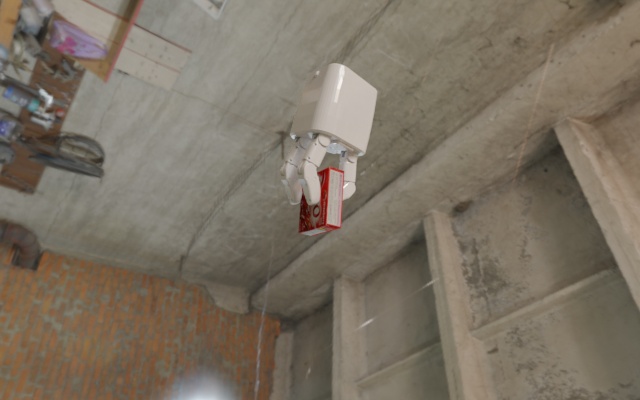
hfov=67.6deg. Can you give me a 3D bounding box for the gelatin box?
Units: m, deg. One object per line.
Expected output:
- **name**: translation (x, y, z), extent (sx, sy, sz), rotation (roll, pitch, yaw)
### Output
- **gelatin box**: translation (0.000, 0.003, 0.699), extent (0.030, 0.089, 0.073), rotation (14, -19, -32)
